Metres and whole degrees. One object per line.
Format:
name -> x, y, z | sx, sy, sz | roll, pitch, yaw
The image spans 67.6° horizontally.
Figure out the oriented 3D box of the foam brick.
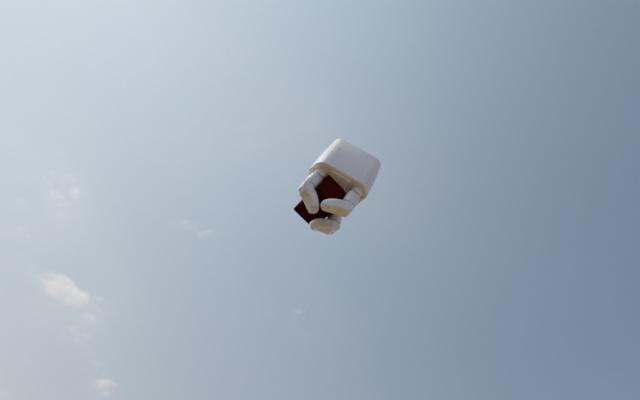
foam brick -> 0.000, 0.003, 0.876 | 0.078, 0.053, 0.051 | -40, 6, 40
